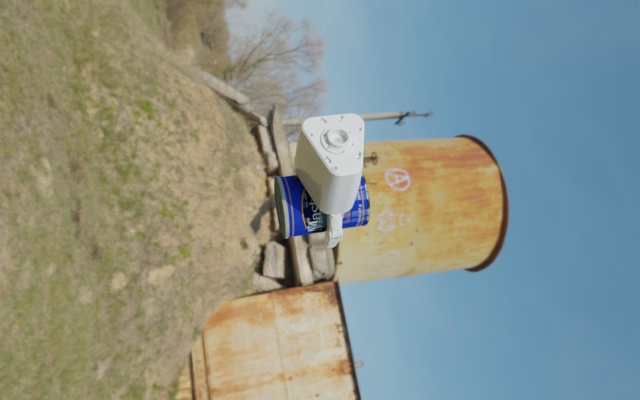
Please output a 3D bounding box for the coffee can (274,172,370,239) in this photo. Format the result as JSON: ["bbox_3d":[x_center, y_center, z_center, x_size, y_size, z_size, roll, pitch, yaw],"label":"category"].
[{"bbox_3d":[0.000,0.003,0.796,0.140,0.103,0.103,-8,2,-12],"label":"coffee can"}]
